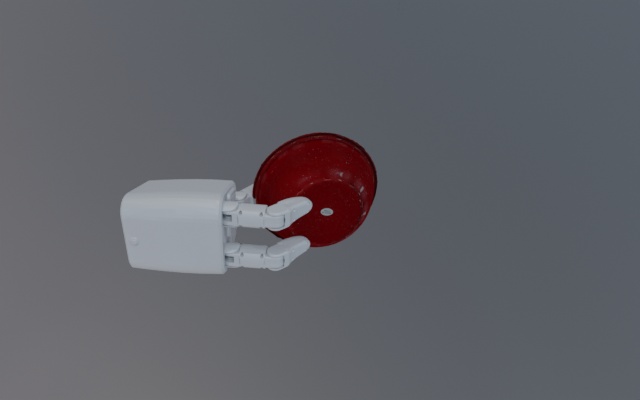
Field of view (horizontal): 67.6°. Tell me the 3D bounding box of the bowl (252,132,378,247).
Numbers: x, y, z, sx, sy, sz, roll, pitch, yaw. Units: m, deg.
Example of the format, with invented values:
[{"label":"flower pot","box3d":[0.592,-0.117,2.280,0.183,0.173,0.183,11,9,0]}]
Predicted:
[{"label":"bowl","box3d":[0.001,0.002,0.581,0.162,0.162,0.055,0,31,-15]}]
